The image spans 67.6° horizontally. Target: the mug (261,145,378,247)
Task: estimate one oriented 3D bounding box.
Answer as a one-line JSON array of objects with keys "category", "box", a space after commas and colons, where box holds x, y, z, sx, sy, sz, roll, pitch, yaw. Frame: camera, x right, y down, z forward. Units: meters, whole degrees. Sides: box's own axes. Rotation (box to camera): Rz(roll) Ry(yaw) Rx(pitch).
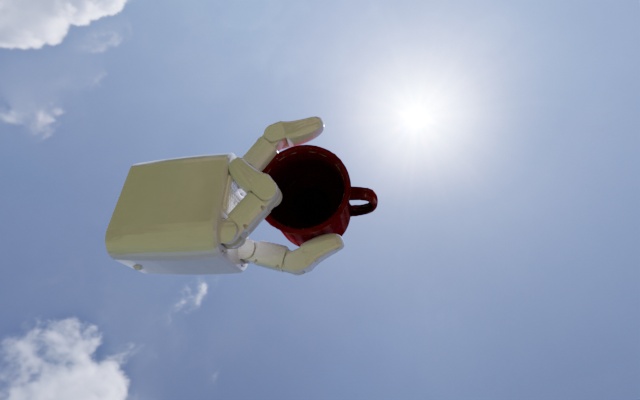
[{"category": "mug", "box": [0.002, 0.002, 0.491, 0.117, 0.093, 0.081, -3, -21, 7]}]
